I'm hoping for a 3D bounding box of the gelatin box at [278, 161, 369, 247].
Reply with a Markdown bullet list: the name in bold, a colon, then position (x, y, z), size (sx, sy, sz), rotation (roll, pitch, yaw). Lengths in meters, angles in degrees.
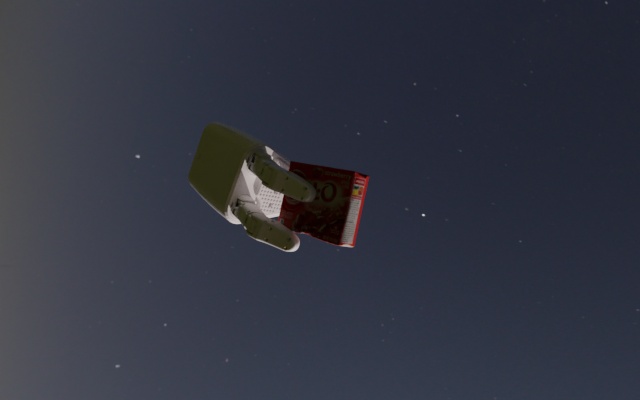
- **gelatin box**: position (0.001, 0.002, 0.487), size (0.089, 0.073, 0.030), rotation (14, 2, 40)
